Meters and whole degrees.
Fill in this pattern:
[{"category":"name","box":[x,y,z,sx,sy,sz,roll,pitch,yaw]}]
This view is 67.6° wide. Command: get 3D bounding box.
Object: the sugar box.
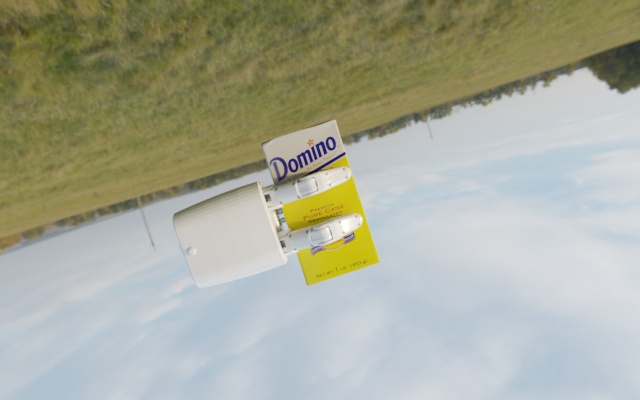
[{"category":"sugar box","box":[0.000,0.002,0.567,0.093,0.176,0.048,-19,5,-1]}]
